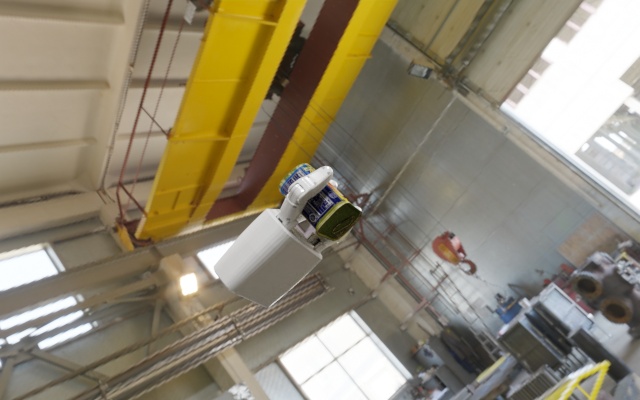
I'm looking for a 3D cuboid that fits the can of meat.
[{"bbox_3d":[0.000,0.002,0.640,0.084,0.057,0.102,46,5,21],"label":"can of meat"}]
